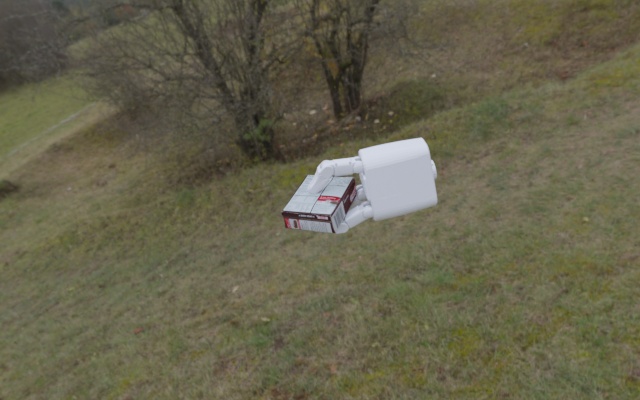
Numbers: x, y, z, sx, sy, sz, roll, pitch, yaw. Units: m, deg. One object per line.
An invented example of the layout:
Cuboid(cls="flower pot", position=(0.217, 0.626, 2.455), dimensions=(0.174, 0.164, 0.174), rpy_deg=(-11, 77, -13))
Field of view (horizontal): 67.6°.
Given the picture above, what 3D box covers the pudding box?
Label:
Cuboid(cls="pudding box", position=(0.000, 0.002, 0.785), dimensions=(0.090, 0.039, 0.113), rpy_deg=(4, 36, 25))
